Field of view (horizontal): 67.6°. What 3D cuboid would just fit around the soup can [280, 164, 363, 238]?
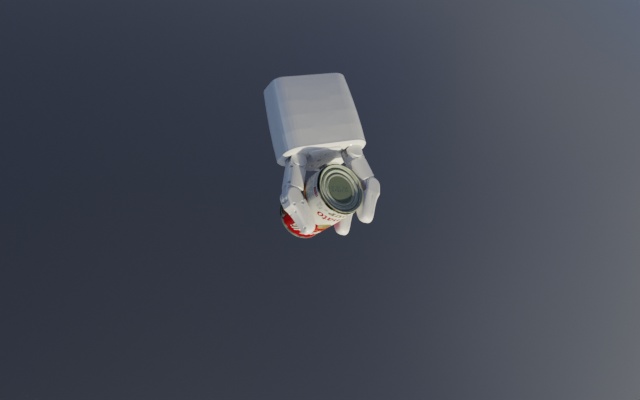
[{"bbox_3d":[0.000,0.002,0.618,0.068,0.068,0.102,0,-20,-33],"label":"soup can"}]
